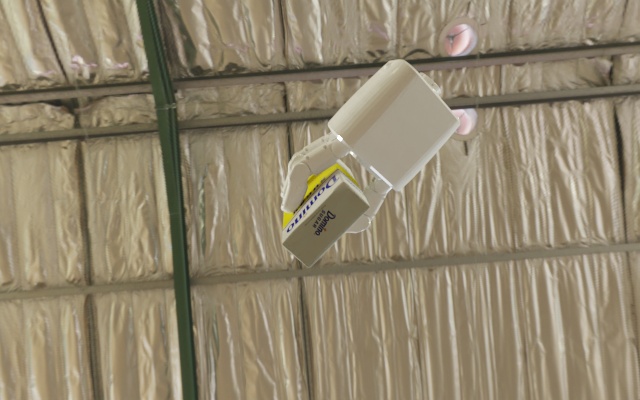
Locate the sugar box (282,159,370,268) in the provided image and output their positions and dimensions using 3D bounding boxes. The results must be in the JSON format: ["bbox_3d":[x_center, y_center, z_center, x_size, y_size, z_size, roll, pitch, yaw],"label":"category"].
[{"bbox_3d":[0.000,0.001,0.560,0.048,0.093,0.176,43,9,-11],"label":"sugar box"}]
